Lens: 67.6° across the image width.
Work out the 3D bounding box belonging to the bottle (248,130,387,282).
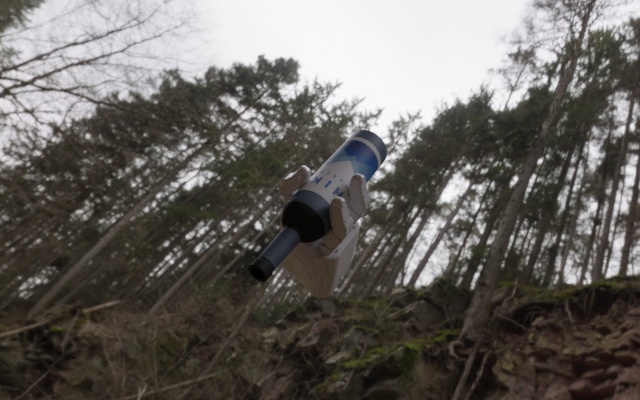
[{"bbox_3d":[0.000,0.002,0.660,0.069,0.069,0.295,0,35,39],"label":"bottle"}]
